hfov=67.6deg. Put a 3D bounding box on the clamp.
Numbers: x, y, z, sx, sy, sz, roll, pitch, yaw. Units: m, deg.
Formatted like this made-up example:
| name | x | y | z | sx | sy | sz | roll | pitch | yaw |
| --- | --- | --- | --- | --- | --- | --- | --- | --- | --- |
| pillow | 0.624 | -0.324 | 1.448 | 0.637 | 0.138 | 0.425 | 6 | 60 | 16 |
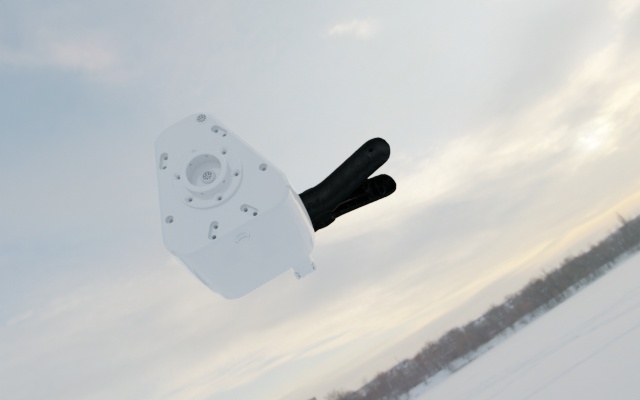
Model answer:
| name | x | y | z | sx | sy | sz | roll | pitch | yaw |
| --- | --- | --- | --- | --- | --- | --- | --- | --- | --- |
| clamp | 0.000 | 0.001 | 0.451 | 0.171 | 0.039 | 0.120 | -30 | -25 | -6 |
